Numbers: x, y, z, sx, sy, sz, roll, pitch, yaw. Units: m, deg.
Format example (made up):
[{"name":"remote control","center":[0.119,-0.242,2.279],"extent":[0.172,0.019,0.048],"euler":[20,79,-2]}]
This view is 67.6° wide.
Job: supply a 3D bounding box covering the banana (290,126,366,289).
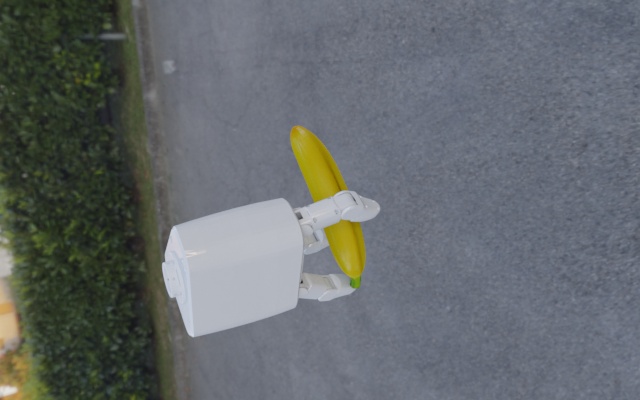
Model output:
[{"name":"banana","center":[0.007,0.000,0.513],"extent":[0.037,0.197,0.070],"euler":[-15,-10,-22]}]
